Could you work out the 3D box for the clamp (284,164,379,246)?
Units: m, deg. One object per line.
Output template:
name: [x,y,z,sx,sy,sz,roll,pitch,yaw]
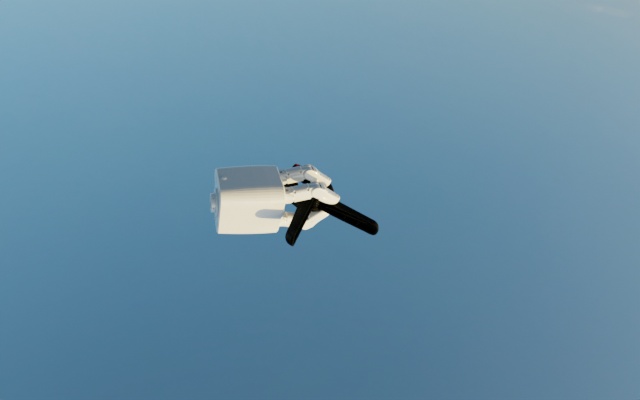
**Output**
clamp: [0.000,0.003,0.846,0.164,0.036,0.209,0,37,-18]
